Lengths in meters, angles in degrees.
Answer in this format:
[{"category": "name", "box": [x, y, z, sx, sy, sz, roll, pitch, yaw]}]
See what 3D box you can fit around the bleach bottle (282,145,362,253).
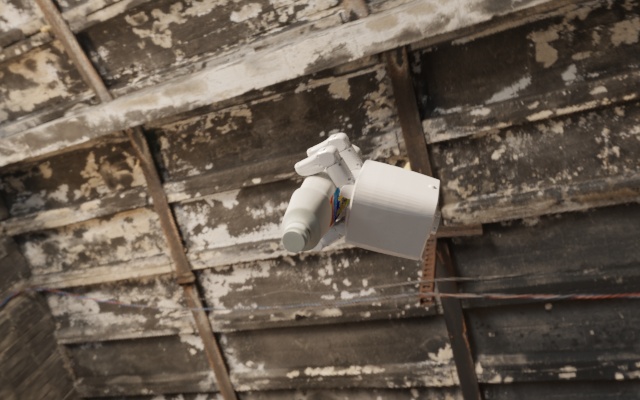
[{"category": "bleach bottle", "box": [0.000, 0.002, 0.652, 0.068, 0.103, 0.250, 15, 28, 9]}]
